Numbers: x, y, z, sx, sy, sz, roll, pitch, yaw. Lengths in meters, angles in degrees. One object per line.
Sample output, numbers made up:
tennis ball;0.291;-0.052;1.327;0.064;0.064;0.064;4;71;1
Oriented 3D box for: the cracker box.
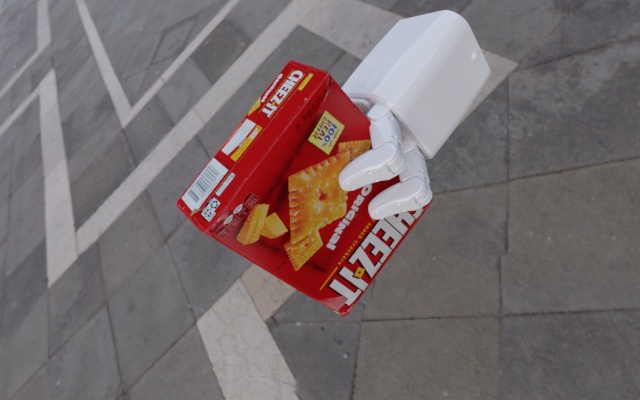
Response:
cracker box;0.000;0.001;0.462;0.214;0.164;0.072;41;-4;-42
